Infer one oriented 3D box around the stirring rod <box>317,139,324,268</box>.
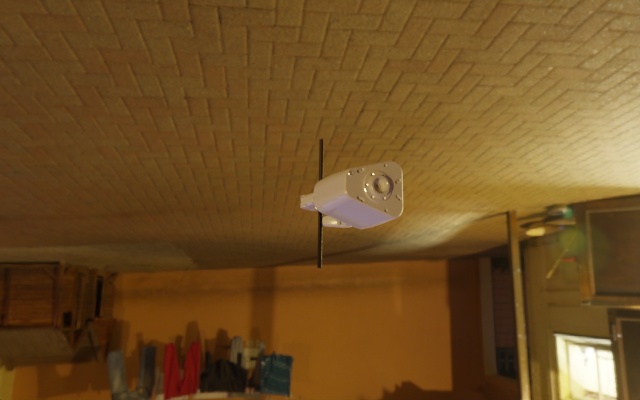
[{"bbox_3d":[0.000,0.003,0.877,0.011,0.239,0.011,1,-12,0],"label":"stirring rod"}]
